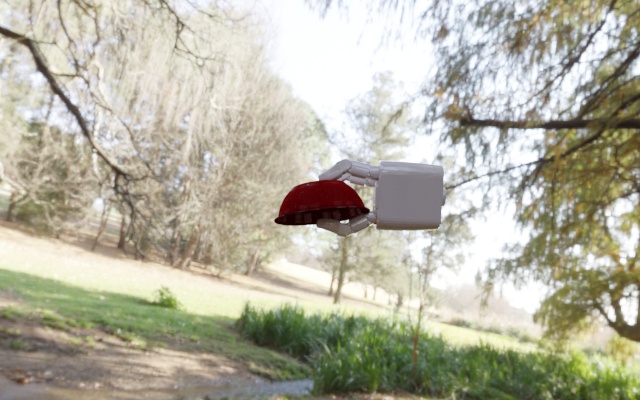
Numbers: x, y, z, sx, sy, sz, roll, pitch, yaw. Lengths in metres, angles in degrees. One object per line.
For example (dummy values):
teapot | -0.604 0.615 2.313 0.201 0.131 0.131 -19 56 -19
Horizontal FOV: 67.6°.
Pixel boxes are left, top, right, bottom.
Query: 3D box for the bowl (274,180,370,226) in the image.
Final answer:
bowl | -0.001 0.002 0.801 0.162 0.055 0.162 -7 -11 -1
